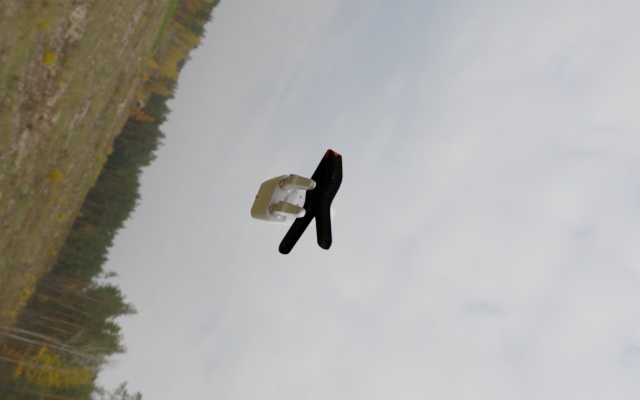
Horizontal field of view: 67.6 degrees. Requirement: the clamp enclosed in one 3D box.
[{"bbox_3d":[0.001,0.003,0.854,0.036,0.210,0.164,28,-15,-25],"label":"clamp"}]
